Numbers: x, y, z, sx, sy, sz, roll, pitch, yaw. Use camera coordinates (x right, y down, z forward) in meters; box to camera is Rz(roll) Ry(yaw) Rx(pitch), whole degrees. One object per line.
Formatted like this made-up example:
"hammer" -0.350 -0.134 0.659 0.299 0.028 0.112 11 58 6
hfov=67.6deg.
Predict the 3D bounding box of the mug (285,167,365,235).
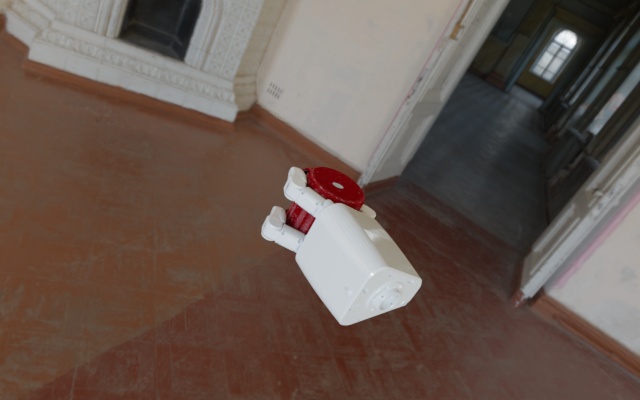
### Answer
"mug" 0.000 0.001 0.638 0.093 0.081 0.117 4 37 -41
